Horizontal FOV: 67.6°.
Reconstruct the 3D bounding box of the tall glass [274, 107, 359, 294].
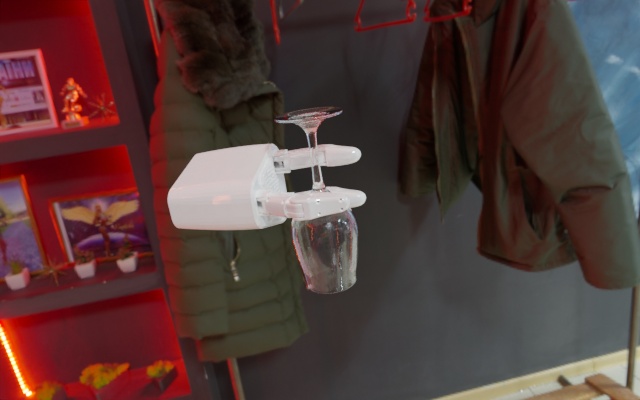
[{"bbox_3d":[0.000,0.001,0.536,0.079,0.201,0.079,-7,18,2],"label":"tall glass"}]
